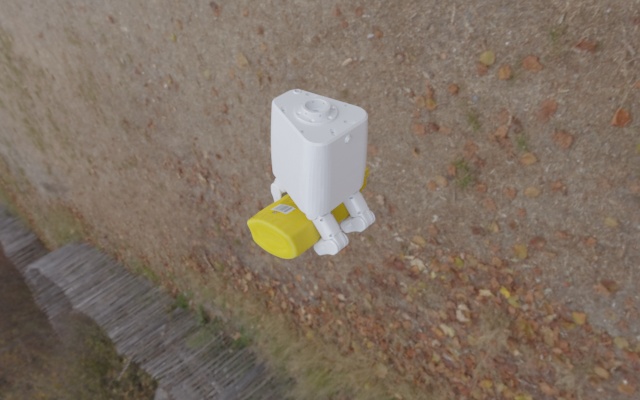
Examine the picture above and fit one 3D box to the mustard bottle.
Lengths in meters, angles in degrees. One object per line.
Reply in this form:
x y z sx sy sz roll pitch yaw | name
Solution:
0.000 0.003 0.653 0.191 0.058 0.096 -36 31 -32 | mustard bottle
